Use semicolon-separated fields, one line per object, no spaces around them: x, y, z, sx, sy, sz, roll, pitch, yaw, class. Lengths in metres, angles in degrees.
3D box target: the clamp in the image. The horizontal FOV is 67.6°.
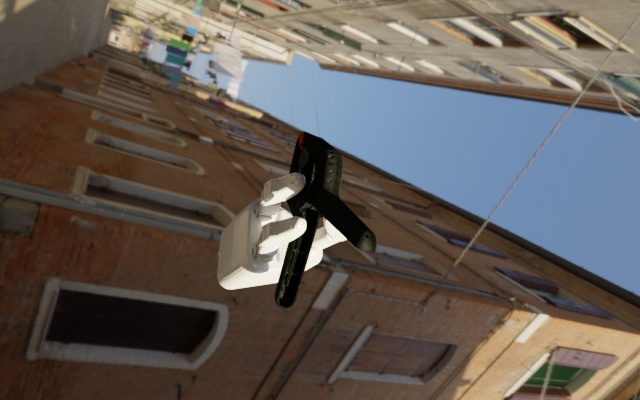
0.001;0.002;0.538;0.036;0.209;0.164;19;-34;-31;clamp
